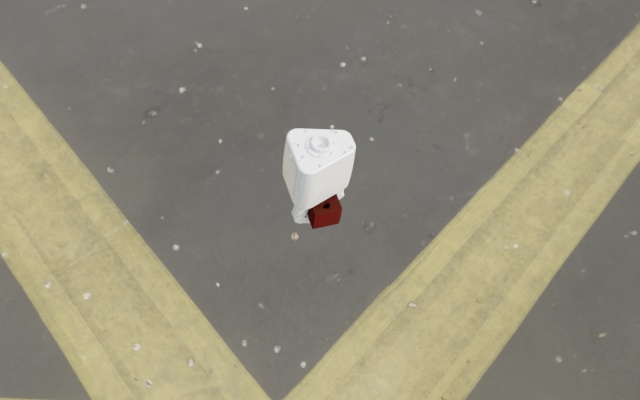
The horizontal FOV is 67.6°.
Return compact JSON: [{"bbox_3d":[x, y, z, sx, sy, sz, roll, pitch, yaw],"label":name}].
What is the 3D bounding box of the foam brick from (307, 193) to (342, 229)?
[{"bbox_3d":[0.000,0.003,0.859,0.053,0.078,0.051,-14,-28,-15],"label":"foam brick"}]
